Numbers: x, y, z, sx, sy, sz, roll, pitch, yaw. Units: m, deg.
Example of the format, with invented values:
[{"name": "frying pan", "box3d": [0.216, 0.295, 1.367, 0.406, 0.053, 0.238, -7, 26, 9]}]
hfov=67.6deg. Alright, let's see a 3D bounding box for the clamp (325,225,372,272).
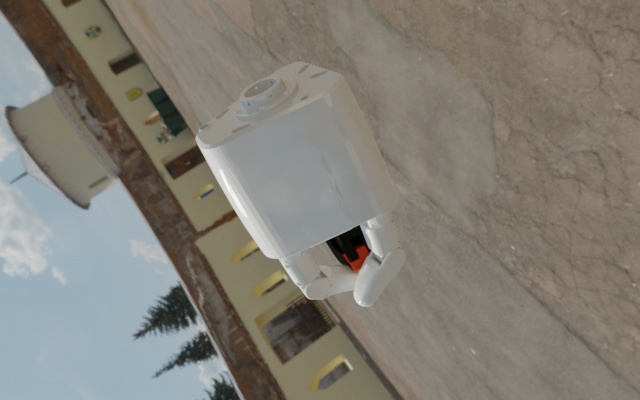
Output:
[{"name": "clamp", "box3d": [0.000, 0.002, 0.469, 0.039, 0.120, 0.171, -34, 33, -10]}]
